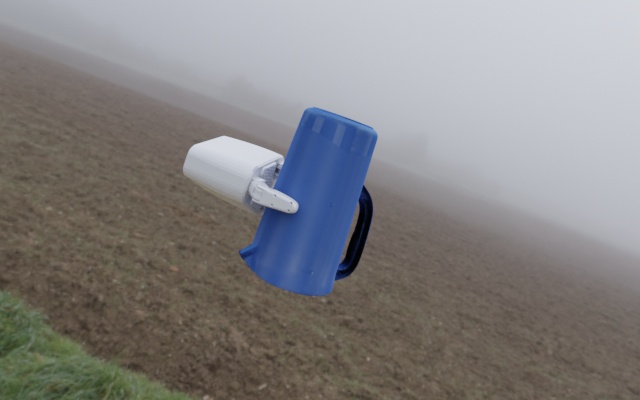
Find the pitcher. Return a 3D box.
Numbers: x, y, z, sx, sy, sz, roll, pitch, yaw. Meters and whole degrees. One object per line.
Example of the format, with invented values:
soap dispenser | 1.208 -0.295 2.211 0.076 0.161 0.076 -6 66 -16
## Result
pitcher | 0.000 0.002 0.675 0.145 0.243 0.149 22 9 15
